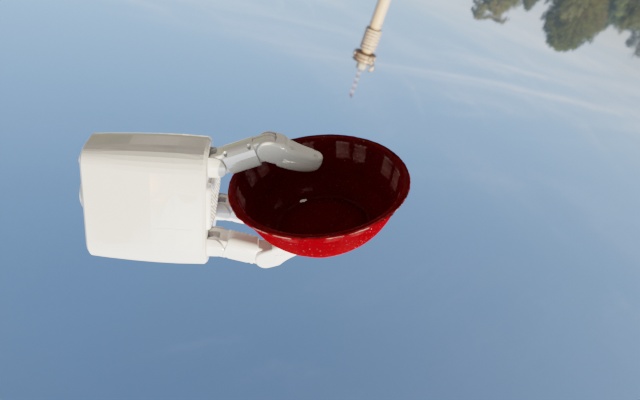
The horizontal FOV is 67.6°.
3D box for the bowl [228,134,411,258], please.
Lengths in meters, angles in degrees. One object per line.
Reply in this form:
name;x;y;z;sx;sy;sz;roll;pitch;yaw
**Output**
bowl;0.001;0.002;0.438;0.162;0.055;0.162;-4;37;3
